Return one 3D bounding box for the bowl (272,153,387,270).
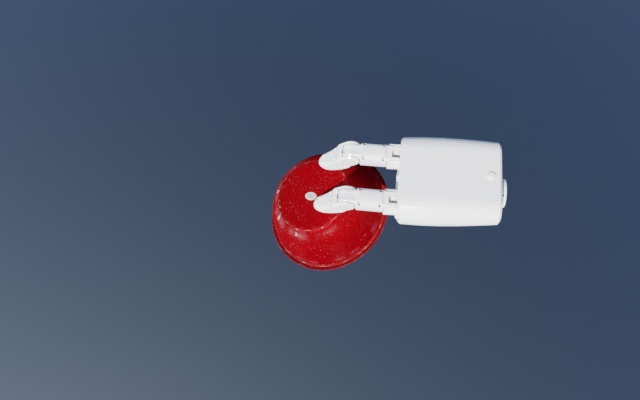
[{"bbox_3d":[-0.001,0.002,0.595,0.162,0.162,0.055,0,-20,24],"label":"bowl"}]
